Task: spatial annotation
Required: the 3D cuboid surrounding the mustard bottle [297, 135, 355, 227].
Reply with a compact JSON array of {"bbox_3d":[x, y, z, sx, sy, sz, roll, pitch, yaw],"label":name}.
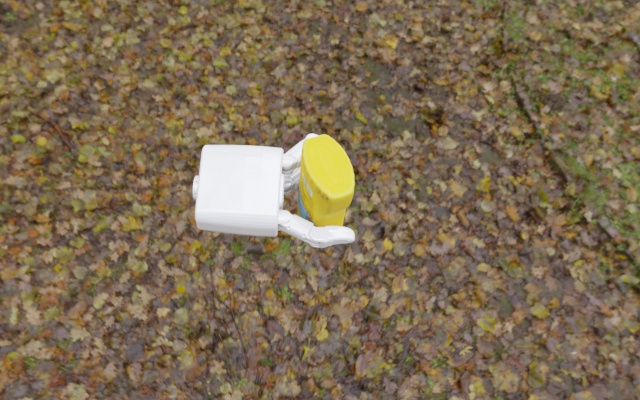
[{"bbox_3d":[0.000,0.002,0.661,0.058,0.096,0.192,-18,-26,-16],"label":"mustard bottle"}]
